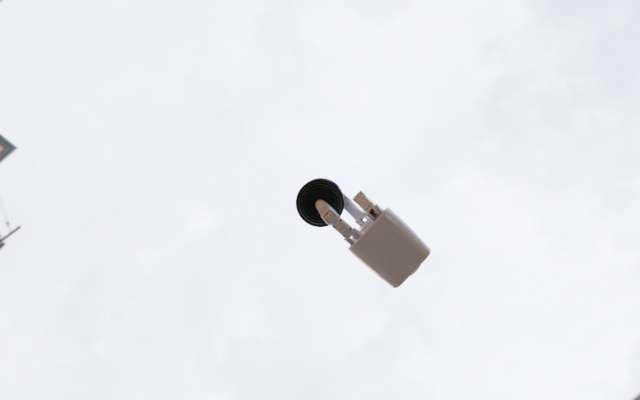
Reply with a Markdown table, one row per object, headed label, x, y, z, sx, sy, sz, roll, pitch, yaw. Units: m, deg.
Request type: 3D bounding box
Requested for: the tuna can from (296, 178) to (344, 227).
| label | x | y | z | sx | sy | sz | roll | pitch | yaw |
| --- | --- | --- | --- | --- | --- | --- | --- | --- | --- |
| tuna can | 0.000 | 0.003 | 0.851 | 0.086 | 0.086 | 0.033 | 0 | 9 | 4 |
